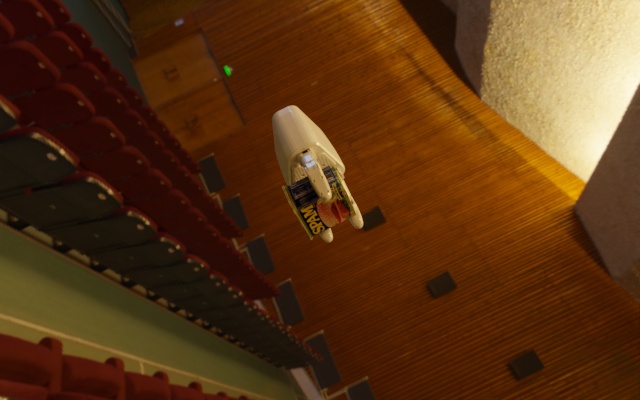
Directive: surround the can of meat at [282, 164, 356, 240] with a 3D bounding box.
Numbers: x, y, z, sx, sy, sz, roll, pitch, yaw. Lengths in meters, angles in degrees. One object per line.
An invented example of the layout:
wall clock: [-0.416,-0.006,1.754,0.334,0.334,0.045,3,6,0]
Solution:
can of meat: [0.000,0.002,0.737,0.084,0.057,0.102,-27,-42,0]
